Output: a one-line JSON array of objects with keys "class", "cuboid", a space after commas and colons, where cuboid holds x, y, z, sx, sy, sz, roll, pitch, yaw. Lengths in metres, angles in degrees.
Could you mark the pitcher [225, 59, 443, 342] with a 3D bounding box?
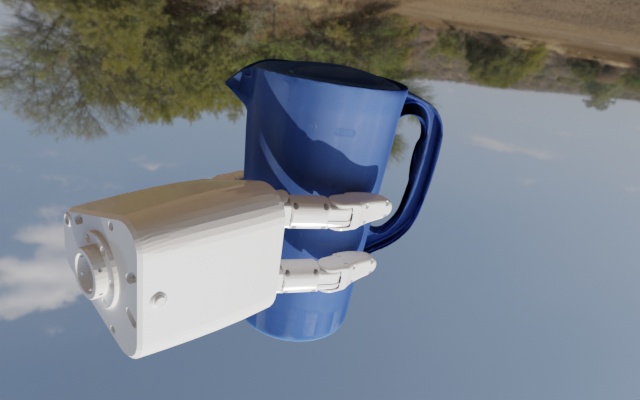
[{"class": "pitcher", "cuboid": [0.000, 0.001, 0.435, 0.149, 0.243, 0.145, 25, 26, 35]}]
